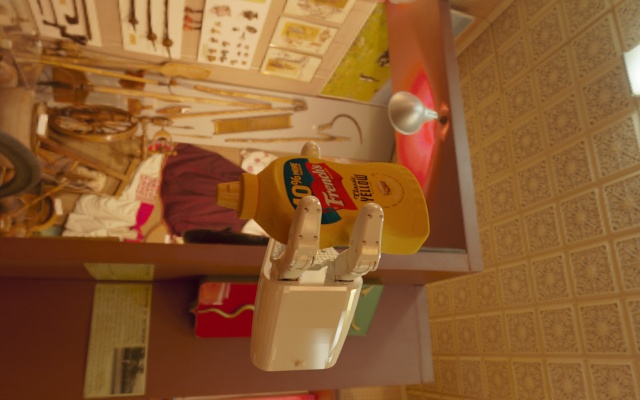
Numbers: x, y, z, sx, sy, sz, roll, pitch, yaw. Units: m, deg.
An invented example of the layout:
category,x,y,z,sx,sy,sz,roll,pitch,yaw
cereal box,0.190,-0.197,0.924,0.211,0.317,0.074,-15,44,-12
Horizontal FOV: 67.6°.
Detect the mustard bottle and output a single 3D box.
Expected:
category,x,y,z,sx,sy,sz,roll,pitch,yaw
mustard bottle,0.000,0.001,0.444,0.191,0.096,0.058,4,-40,-18
